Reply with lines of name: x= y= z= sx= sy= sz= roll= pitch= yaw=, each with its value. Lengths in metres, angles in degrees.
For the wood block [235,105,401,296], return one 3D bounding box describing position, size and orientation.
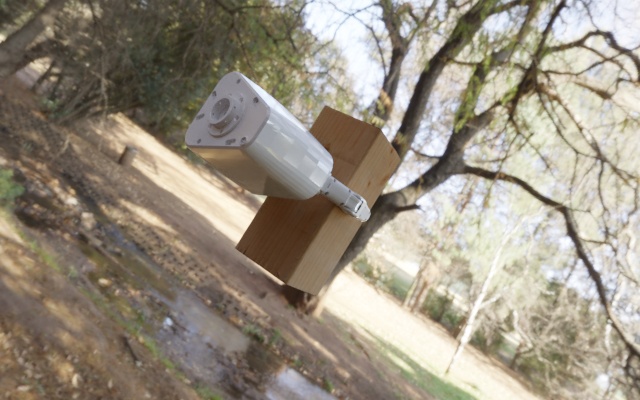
wood block: x=0.000 y=0.002 z=0.593 sx=0.090 sy=0.206 sz=0.090 roll=30 pitch=-5 yaw=31
